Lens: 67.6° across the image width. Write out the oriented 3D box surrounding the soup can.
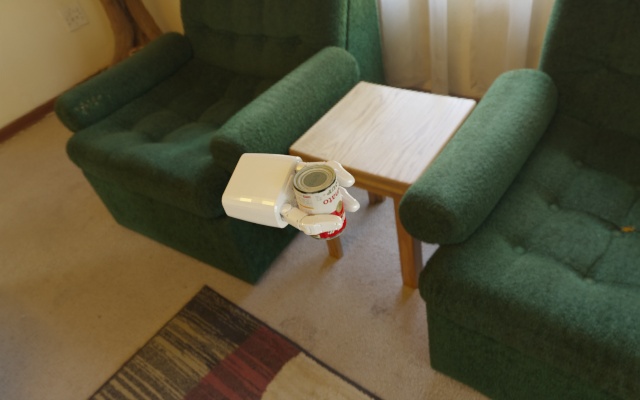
[{"bbox_3d":[0.000,0.002,0.740,0.068,0.102,0.068,-8,42,7],"label":"soup can"}]
